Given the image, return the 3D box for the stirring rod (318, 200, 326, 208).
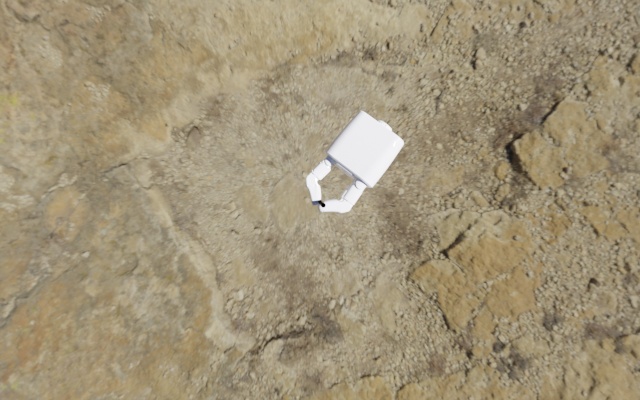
[{"bbox_3d":[0.000,0.003,0.894,0.011,0.011,0.239,0,2,-2],"label":"stirring rod"}]
